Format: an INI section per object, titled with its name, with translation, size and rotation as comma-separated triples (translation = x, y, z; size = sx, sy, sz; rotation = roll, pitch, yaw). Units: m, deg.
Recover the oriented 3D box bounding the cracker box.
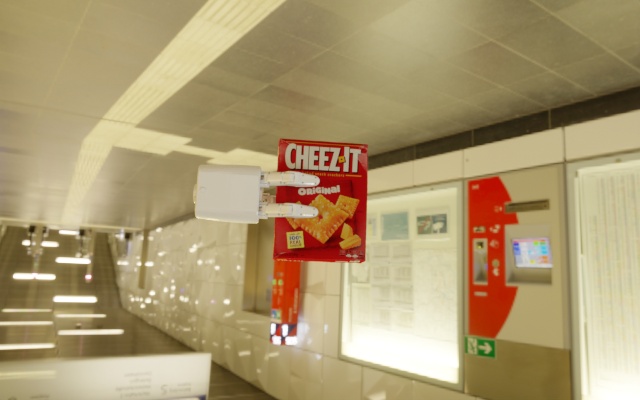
[cracker box]
translation = 0.000, 0.003, 0.859
size = 0.164, 0.213, 0.072
rotation = 3, -9, -6
